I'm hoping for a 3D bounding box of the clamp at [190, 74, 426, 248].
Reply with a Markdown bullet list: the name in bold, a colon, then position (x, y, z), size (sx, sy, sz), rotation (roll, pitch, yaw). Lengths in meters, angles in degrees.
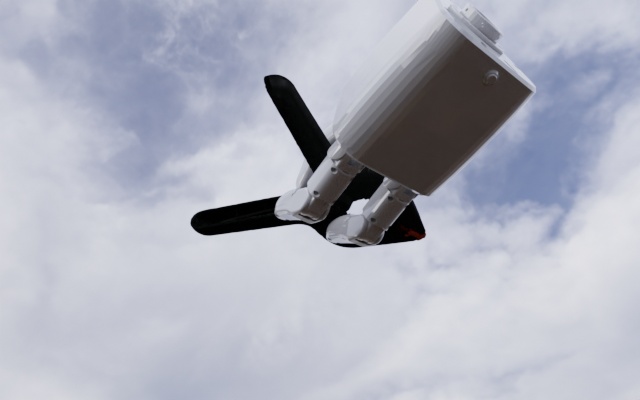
- **clamp**: position (0.001, 0.001, 0.425), size (0.210, 0.036, 0.165), rotation (26, -56, -28)
